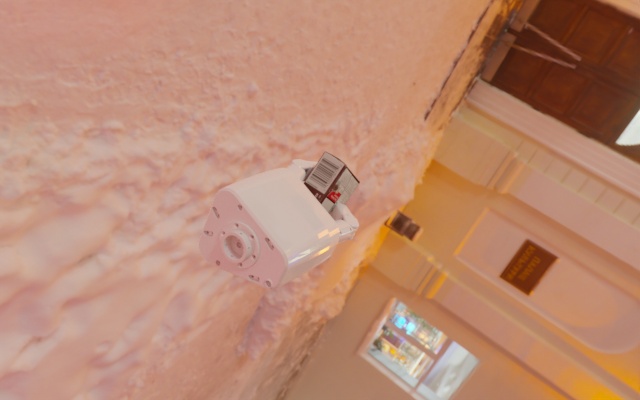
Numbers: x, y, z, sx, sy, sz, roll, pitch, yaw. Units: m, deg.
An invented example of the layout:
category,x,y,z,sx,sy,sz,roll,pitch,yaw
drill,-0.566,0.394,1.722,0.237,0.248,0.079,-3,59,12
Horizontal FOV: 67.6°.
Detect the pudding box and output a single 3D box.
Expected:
category,x,y,z,sx,sy,sz,roll,pitch,yaw
pudding box,0.000,0.002,0.626,0.039,0.113,0.090,35,-1,19
